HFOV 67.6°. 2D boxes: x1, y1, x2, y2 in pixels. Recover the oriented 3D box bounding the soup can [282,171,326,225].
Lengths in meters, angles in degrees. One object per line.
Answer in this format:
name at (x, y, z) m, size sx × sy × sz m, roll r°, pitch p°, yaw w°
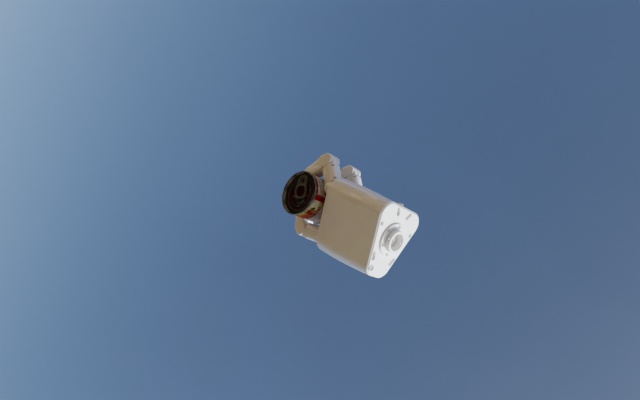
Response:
soup can at (0.000, 0.002, 0.740) m, size 0.068 × 0.068 × 0.102 m, roll 0°, pitch -16°, yaw 43°
